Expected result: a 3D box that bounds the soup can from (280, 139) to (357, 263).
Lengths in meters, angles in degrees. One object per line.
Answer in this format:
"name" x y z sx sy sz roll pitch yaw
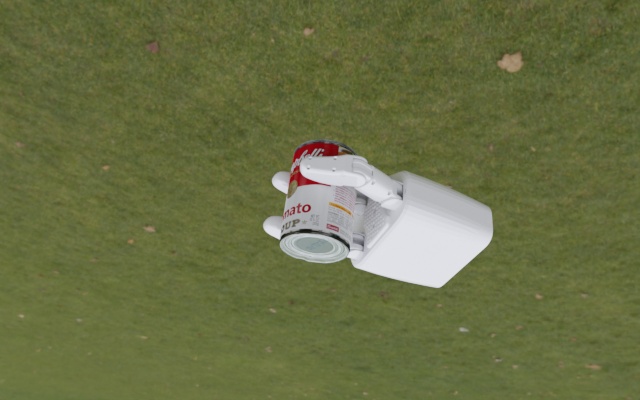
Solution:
"soup can" 0.000 0.002 0.464 0.068 0.102 0.068 6 -30 3
